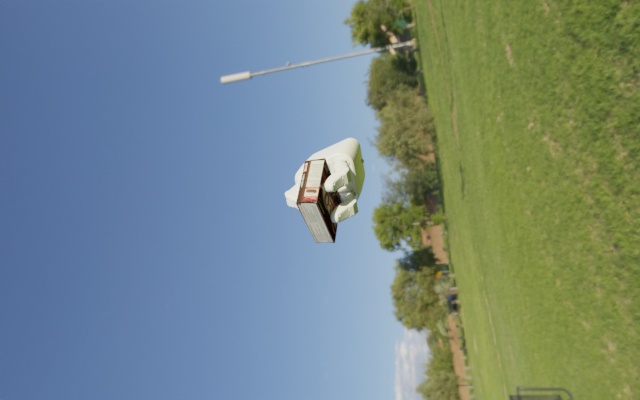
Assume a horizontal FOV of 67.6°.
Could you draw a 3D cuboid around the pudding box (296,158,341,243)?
[{"bbox_3d":[0.000,0.002,0.768,0.039,0.090,0.114,-5,-39,18],"label":"pudding box"}]
